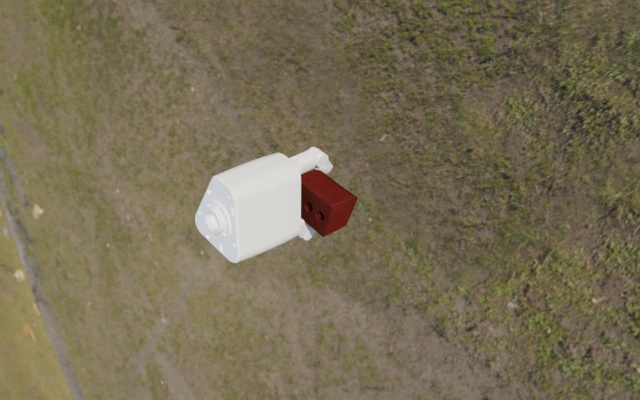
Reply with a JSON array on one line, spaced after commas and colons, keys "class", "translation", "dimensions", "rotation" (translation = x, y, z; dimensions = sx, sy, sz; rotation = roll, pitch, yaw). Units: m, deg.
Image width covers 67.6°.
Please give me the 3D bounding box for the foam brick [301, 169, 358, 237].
[{"class": "foam brick", "translation": [0.000, 0.002, 0.654], "dimensions": [0.078, 0.053, 0.051], "rotation": [38, 39, 27]}]
